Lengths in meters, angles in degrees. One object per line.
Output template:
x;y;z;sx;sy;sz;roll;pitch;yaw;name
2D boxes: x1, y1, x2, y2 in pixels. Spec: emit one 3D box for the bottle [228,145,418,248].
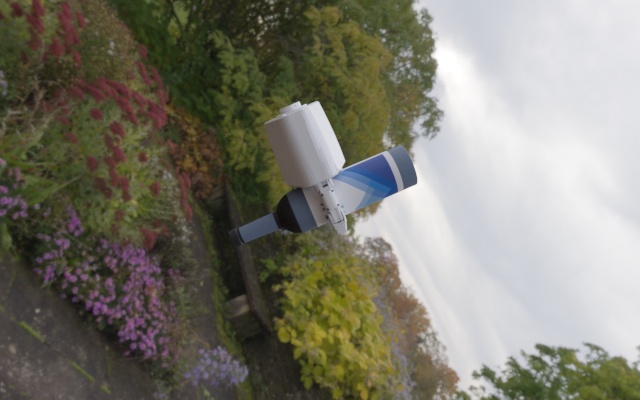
0.000;0.002;0.731;0.296;0.069;0.069;-23;1;-2;bottle
